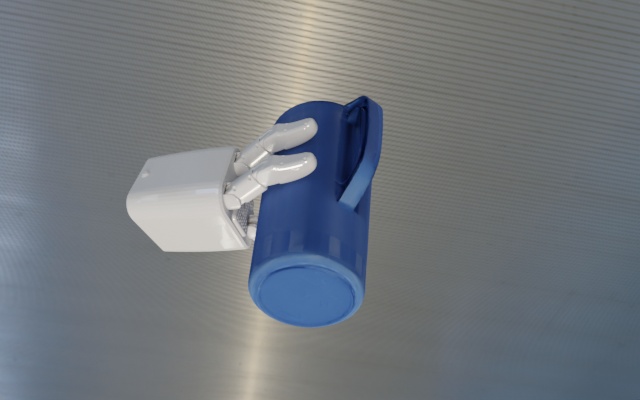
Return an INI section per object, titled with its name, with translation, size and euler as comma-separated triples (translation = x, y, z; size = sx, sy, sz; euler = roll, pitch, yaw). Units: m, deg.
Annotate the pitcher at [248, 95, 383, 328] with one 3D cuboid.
[pitcher]
translation = 0.000, 0.002, 0.513
size = 0.145, 0.149, 0.242
euler = -4, 42, 8
